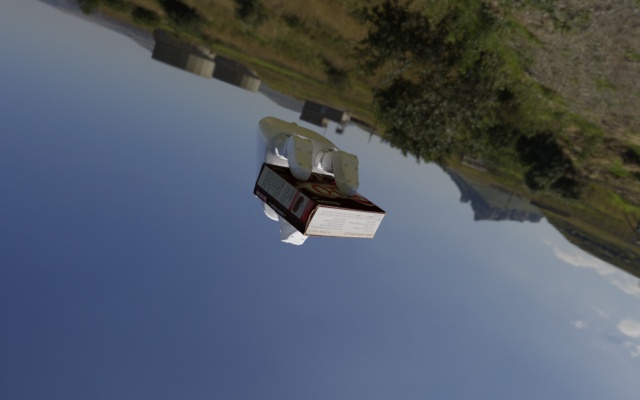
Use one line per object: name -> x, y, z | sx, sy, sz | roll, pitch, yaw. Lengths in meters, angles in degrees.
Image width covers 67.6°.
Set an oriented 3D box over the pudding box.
pudding box -> 0.000, 0.002, 0.496 | 0.113, 0.039, 0.090 | 4, 24, -48
